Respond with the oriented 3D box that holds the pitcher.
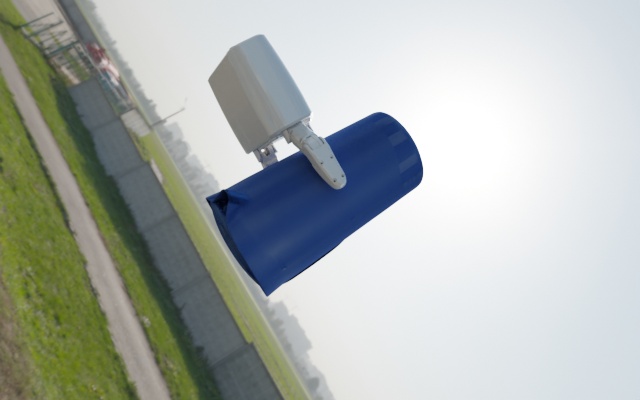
[{"bbox_3d":[0.000,0.002,0.577,0.243,0.145,0.149,-31,4,-12],"label":"pitcher"}]
